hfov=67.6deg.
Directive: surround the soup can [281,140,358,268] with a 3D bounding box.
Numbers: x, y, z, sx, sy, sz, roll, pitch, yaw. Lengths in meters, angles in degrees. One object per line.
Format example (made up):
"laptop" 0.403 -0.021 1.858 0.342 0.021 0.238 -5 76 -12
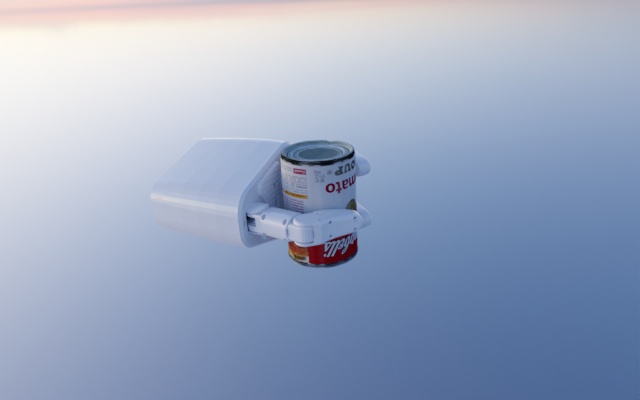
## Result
"soup can" 0.000 0.001 0.442 0.068 0.102 0.068 -3 23 1
